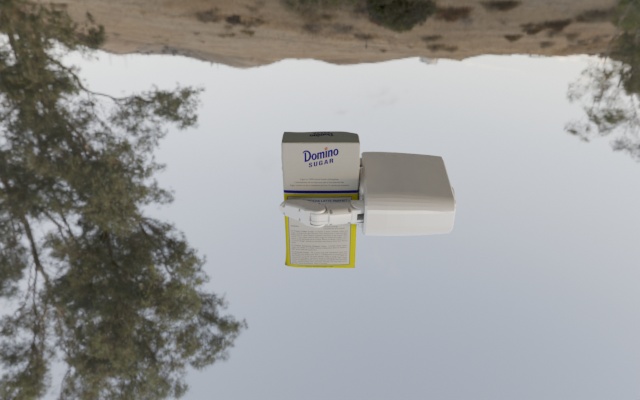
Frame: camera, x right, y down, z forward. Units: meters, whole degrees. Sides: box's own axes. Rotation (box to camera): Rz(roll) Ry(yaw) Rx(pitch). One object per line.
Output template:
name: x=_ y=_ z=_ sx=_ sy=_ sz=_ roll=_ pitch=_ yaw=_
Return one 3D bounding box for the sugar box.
sugar box: x=0.000 y=0.002 z=0.600 sx=0.093 sy=0.176 sz=0.048 roll=1 pitch=26 yaw=0
